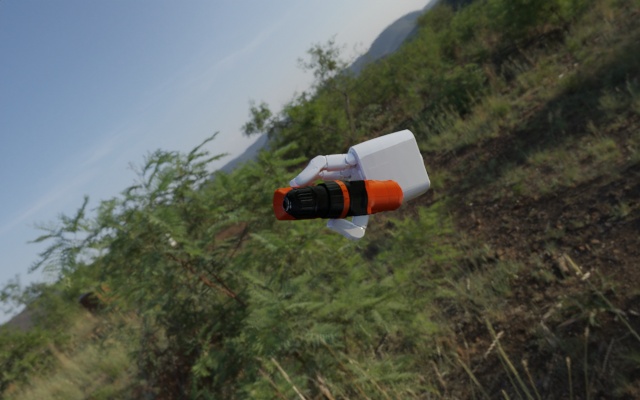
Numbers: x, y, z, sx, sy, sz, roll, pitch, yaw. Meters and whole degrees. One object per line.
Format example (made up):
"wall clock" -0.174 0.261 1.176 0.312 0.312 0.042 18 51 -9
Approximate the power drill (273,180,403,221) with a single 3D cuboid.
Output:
"power drill" 0.000 0.002 0.712 0.184 0.057 0.187 -3 0 -30
